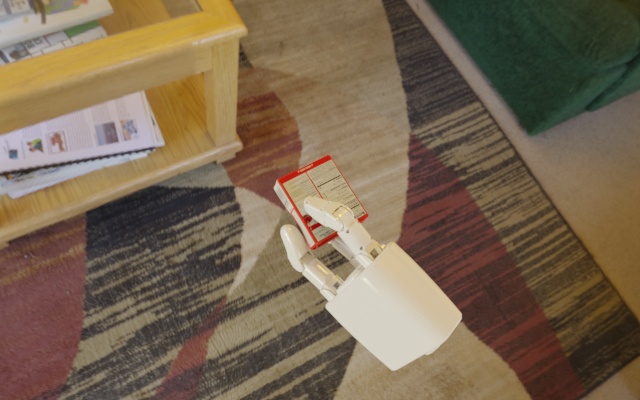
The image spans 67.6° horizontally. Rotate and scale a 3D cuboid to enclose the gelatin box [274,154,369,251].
[{"bbox_3d":[0.000,0.001,0.547,0.073,0.089,0.030,-28,-9,-22],"label":"gelatin box"}]
